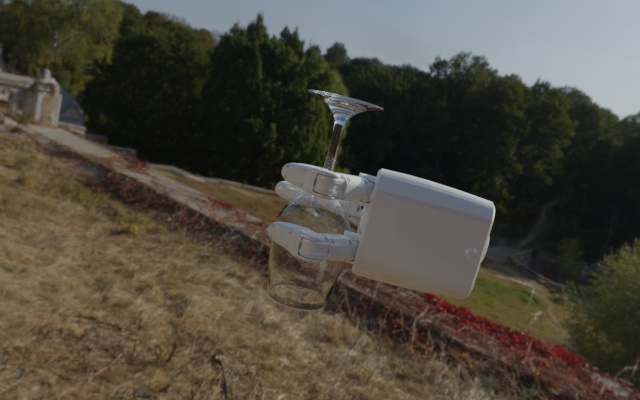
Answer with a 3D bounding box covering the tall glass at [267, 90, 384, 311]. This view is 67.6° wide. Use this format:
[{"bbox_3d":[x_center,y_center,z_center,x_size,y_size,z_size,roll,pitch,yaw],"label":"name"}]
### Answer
[{"bbox_3d":[0.000,0.001,0.462,0.079,0.201,0.079,14,8,-2],"label":"tall glass"}]
